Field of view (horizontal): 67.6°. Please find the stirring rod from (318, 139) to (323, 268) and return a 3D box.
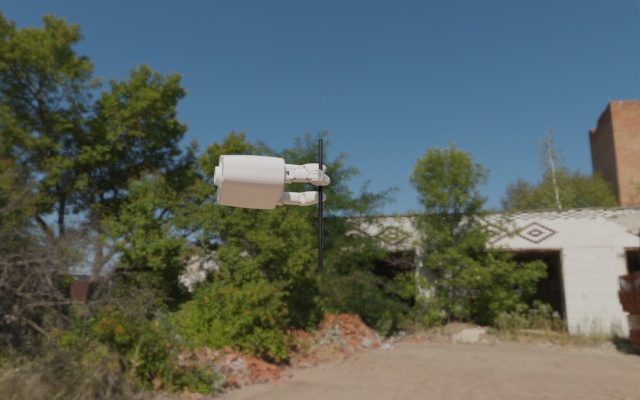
[{"bbox_3d":[0.000,0.003,0.879,0.011,0.239,0.011,0,-11,0],"label":"stirring rod"}]
